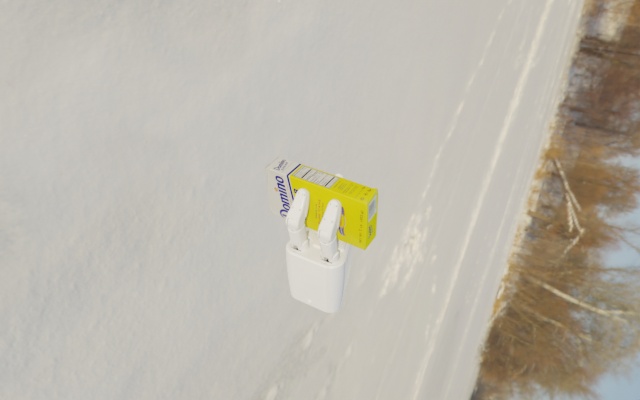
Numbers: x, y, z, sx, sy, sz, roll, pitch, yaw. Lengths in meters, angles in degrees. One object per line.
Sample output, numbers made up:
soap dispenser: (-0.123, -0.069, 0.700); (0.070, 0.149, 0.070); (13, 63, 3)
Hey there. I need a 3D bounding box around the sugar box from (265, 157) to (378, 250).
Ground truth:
sugar box: (0.000, 0.003, 0.729); (0.176, 0.093, 0.048); (18, 41, 23)
